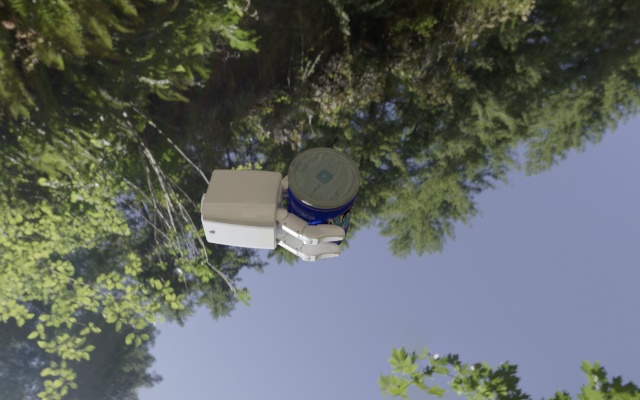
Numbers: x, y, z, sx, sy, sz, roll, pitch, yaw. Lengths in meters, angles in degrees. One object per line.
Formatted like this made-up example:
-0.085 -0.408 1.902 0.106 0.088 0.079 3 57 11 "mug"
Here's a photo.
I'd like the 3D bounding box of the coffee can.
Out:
0.000 0.002 0.725 0.103 0.102 0.140 0 -32 -5 "coffee can"
